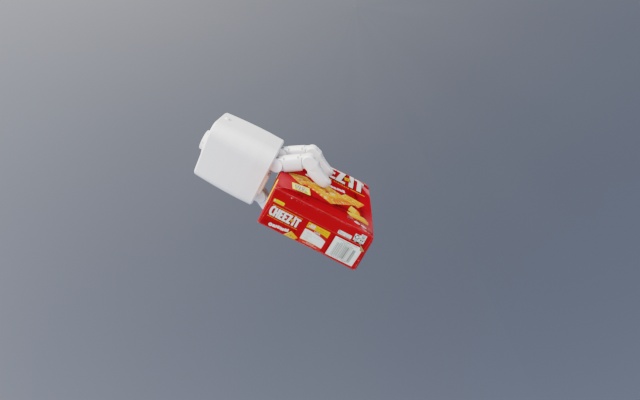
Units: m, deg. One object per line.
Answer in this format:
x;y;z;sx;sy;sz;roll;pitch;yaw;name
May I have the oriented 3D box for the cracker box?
0.000;0.003;0.780;0.164;0.072;0.213;27;21;-7;cracker box
